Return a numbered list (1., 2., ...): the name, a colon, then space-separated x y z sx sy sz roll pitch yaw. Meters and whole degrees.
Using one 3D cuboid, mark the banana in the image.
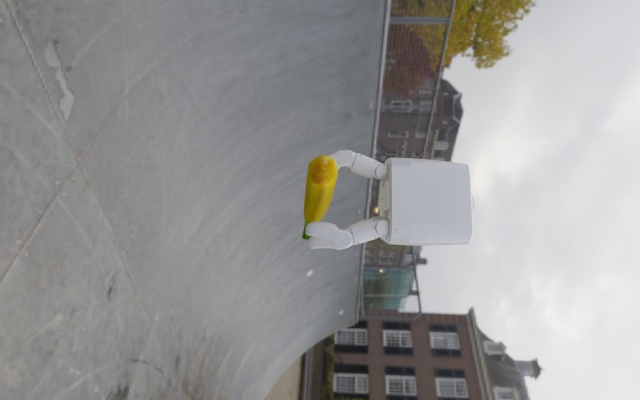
1. banana: 0.000 -0.014 0.590 0.037 0.069 0.198 3 -24 -3
